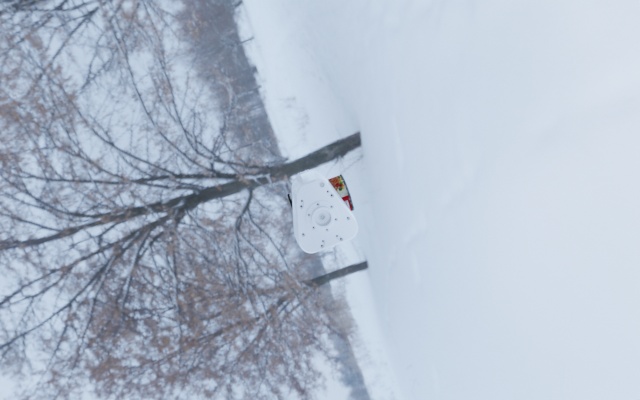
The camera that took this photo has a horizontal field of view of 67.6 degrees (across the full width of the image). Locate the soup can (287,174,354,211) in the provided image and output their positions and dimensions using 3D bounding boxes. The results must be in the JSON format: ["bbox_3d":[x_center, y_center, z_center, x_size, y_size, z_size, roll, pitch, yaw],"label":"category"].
[{"bbox_3d":[0.000,0.003,0.840,0.102,0.068,0.068,-20,1,-2],"label":"soup can"}]
